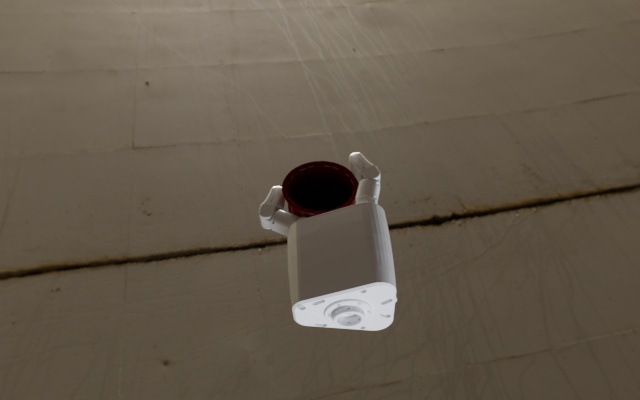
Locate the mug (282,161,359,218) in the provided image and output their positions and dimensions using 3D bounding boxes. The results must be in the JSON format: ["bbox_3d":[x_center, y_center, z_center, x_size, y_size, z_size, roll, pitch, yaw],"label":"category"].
[{"bbox_3d":[0.000,0.001,0.612,0.093,0.117,0.082,-2,-44,-1],"label":"mug"}]
